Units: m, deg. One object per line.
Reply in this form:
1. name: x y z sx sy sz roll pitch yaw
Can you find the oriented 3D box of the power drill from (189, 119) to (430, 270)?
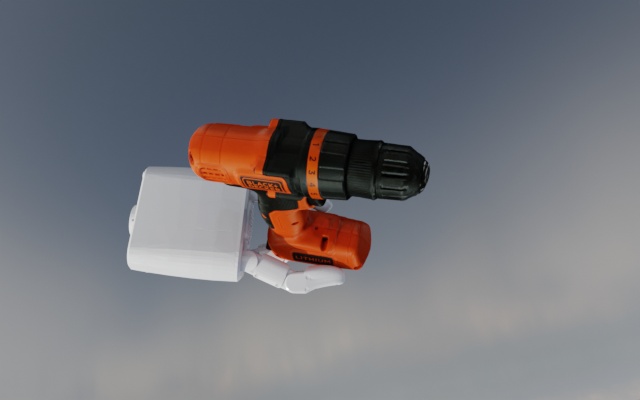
1. power drill: 0.000 0.002 0.418 0.184 0.057 0.188 9 -27 16
